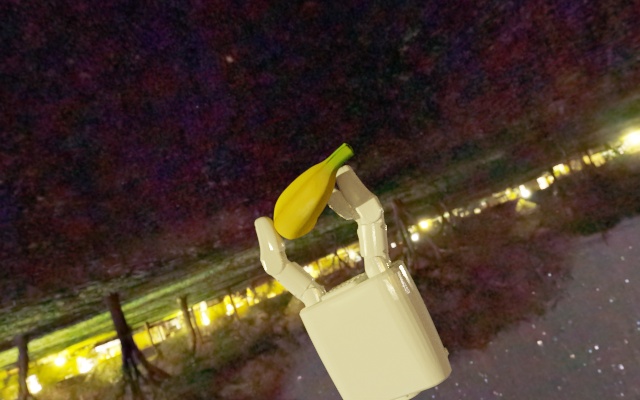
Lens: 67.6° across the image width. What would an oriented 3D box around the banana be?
[{"bbox_3d":[-0.015,0.009,0.459,0.069,0.037,0.198,-29,-8,-18],"label":"banana"}]
